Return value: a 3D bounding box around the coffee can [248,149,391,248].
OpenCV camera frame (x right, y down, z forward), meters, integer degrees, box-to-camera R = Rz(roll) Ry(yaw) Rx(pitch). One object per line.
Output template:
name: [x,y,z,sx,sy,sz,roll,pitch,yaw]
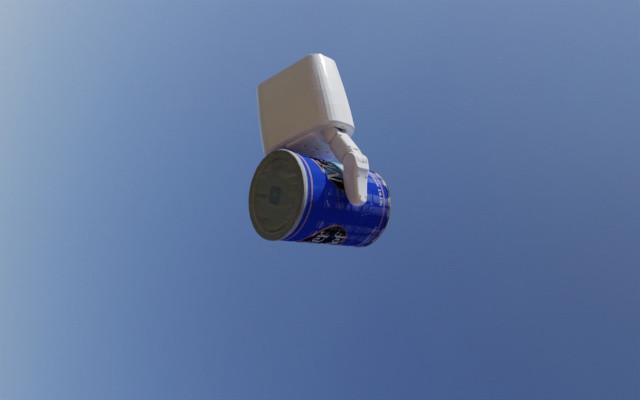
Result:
coffee can: [0.000,0.002,0.574,0.140,0.103,0.103,9,-6,-41]
